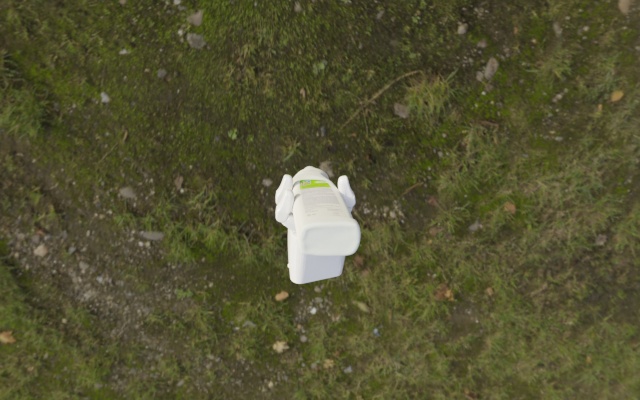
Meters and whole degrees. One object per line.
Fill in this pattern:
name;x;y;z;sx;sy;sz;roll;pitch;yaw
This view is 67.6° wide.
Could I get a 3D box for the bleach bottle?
bleach bottle;0.000;0.003;0.860;0.102;0.068;0.250;0;29;-7
